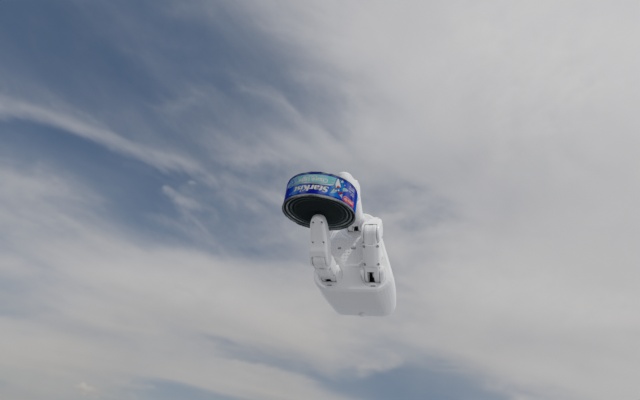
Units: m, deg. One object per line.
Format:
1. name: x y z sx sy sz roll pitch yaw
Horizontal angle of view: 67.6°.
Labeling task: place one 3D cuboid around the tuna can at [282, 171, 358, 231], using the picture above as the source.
1. tuna can: 0.000 0.001 0.554 0.086 0.033 0.086 8 -28 4
